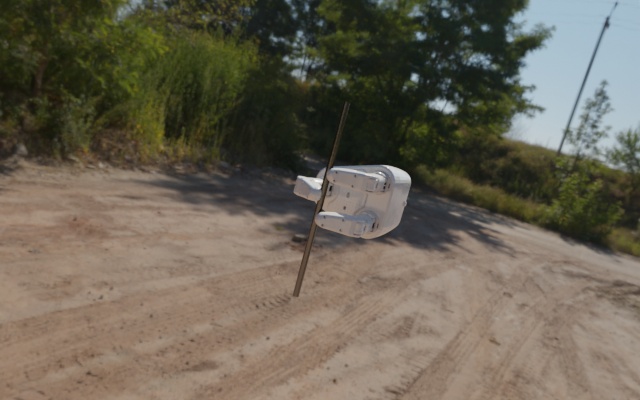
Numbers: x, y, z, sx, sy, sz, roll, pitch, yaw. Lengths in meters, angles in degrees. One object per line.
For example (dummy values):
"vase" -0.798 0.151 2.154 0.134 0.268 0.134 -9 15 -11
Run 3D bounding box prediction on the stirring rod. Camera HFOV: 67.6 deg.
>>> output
"stirring rod" 0.000 0.002 0.568 0.011 0.239 0.011 15 9 -2
